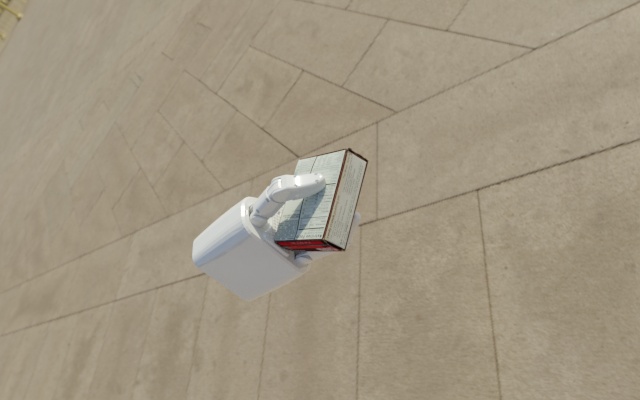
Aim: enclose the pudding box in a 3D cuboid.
[{"bbox_3d":[0.000,0.002,0.544,0.039,0.113,0.090,28,-22,-37],"label":"pudding box"}]
